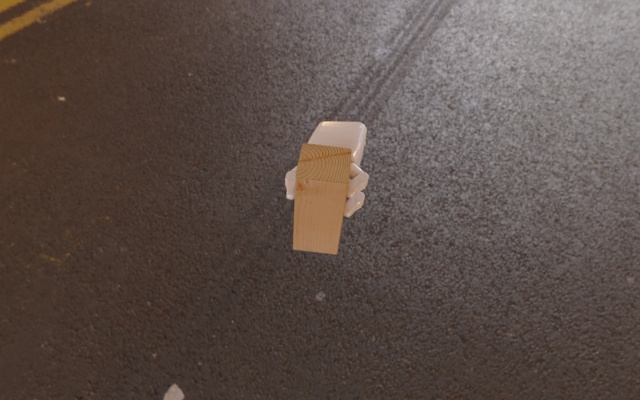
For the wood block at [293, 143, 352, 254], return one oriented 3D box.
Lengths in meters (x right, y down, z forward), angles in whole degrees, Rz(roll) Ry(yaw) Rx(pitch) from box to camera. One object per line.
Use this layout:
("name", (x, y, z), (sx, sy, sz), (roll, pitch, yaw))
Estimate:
("wood block", (0.000, 0.002, 0.892), (0.091, 0.090, 0.206), (7, -41, 1))
